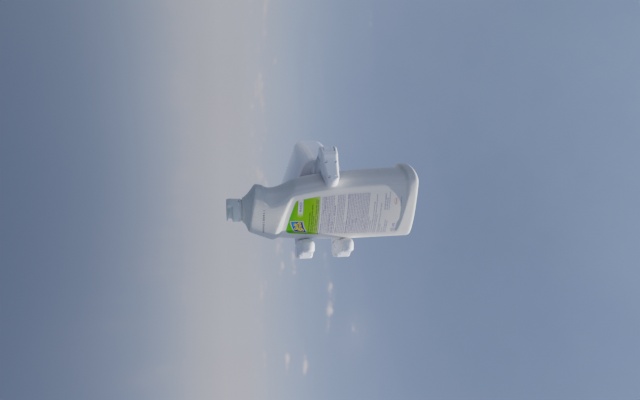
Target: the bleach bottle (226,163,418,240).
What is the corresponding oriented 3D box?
[{"bbox_3d":[0.000,0.002,0.647,0.251,0.103,0.068,-1,24,-12],"label":"bleach bottle"}]
